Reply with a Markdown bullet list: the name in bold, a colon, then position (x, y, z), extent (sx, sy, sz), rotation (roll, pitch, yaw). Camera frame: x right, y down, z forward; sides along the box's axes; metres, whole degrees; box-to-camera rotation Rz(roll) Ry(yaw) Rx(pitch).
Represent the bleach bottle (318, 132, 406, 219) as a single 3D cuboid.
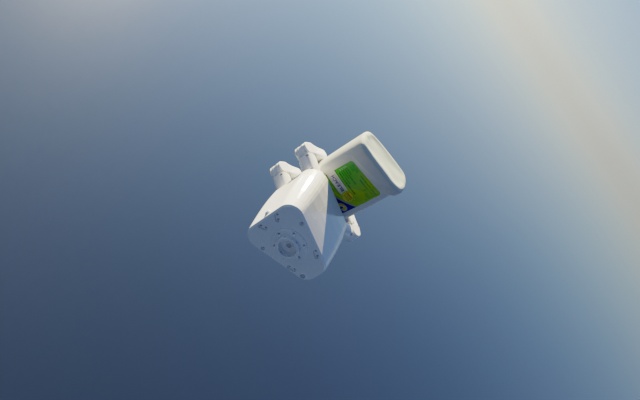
- **bleach bottle**: position (0.000, 0.002, 0.736), extent (0.251, 0.102, 0.068), rotation (-34, 13, 29)
